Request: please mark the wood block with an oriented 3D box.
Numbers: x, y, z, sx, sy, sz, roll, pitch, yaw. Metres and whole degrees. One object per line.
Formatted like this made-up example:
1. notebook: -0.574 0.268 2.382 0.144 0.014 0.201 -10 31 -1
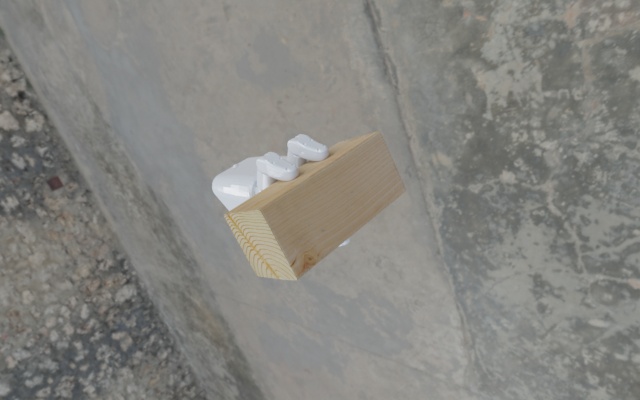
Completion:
1. wood block: 0.000 0.002 0.594 0.206 0.091 0.090 -36 17 -34
